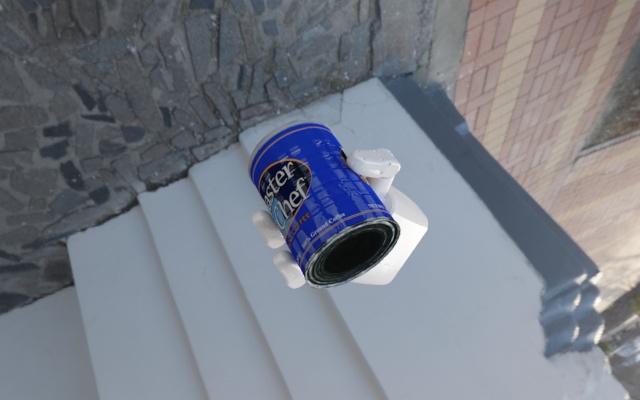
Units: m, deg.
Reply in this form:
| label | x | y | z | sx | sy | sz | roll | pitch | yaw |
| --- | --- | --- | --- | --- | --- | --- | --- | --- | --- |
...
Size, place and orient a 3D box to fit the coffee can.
| label | x | y | z | sx | sy | sz | roll | pitch | yaw |
| --- | --- | --- | --- | --- | --- | --- | --- | --- | --- |
| coffee can | 0.000 | 0.001 | 0.480 | 0.103 | 0.140 | 0.103 | -22 | -33 | -15 |
